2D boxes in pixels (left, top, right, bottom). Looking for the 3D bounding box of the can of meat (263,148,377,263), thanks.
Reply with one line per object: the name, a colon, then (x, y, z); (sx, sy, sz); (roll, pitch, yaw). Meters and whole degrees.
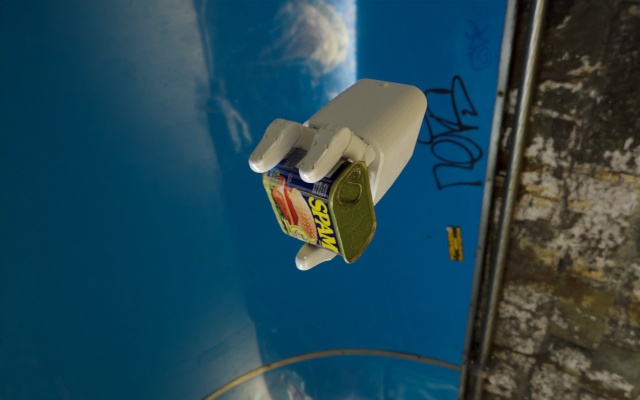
can of meat: (0.000, 0.002, 0.460); (0.084, 0.102, 0.057); (19, 52, 32)
